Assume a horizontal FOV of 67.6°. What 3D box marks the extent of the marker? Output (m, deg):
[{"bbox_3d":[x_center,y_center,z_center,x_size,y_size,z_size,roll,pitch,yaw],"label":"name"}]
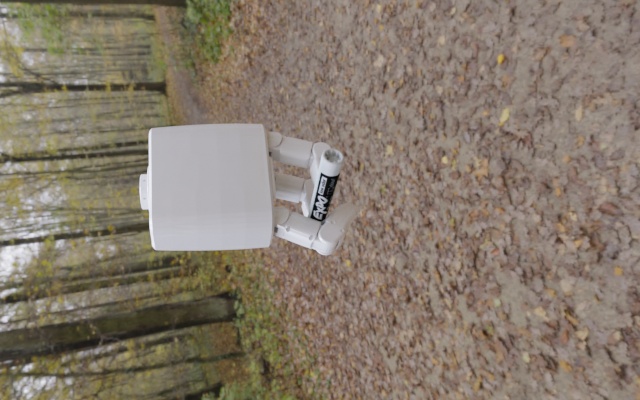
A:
[{"bbox_3d":[0.000,0.001,0.436,0.020,0.020,0.121,0,-39,-13],"label":"marker"}]
